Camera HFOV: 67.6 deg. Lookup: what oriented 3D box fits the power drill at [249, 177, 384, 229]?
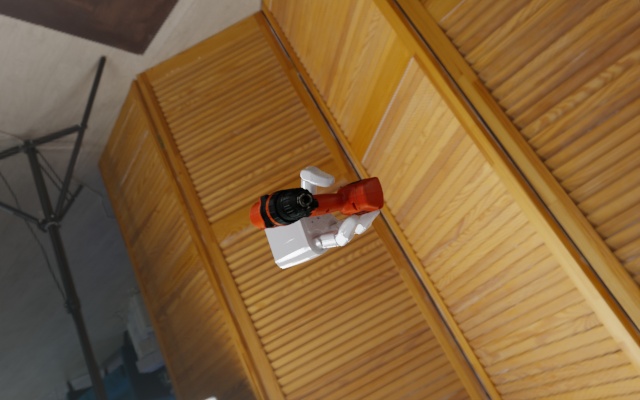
[{"bbox_3d":[0.000,0.002,0.732,0.187,0.057,0.184,-7,-3,-27],"label":"power drill"}]
